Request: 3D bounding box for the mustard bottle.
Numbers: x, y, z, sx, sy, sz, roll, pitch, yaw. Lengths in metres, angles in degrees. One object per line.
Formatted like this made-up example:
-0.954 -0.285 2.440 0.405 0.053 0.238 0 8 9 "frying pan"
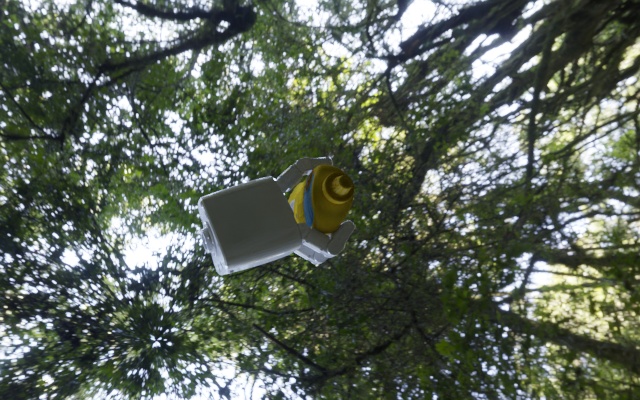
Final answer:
0.000 0.002 0.676 0.058 0.096 0.192 8 -18 -17 "mustard bottle"
